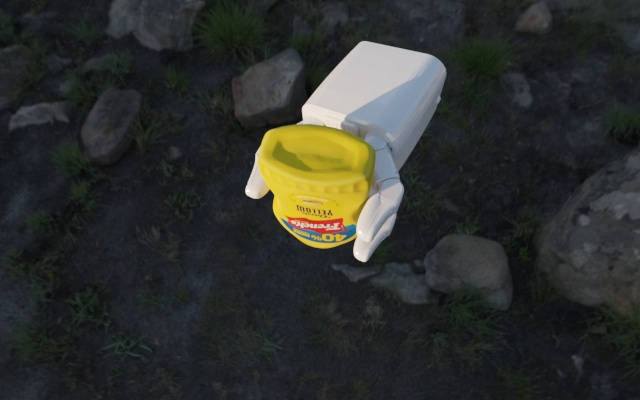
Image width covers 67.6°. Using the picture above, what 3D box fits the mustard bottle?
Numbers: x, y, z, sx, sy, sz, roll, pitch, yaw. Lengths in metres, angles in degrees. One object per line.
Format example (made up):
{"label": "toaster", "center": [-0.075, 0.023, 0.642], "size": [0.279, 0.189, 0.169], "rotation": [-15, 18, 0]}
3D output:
{"label": "mustard bottle", "center": [0.000, 0.002, 0.468], "size": [0.096, 0.058, 0.192], "rotation": [8, -24, 6]}
